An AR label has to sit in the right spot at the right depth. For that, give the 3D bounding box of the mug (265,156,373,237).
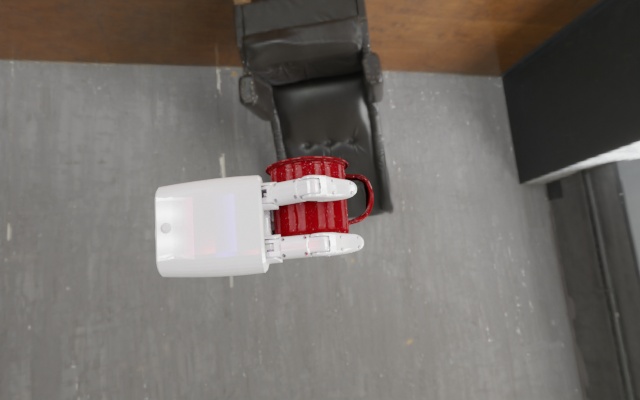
[{"bbox_3d":[0.002,0.002,0.528,0.117,0.081,0.093,-4,-10,-1],"label":"mug"}]
